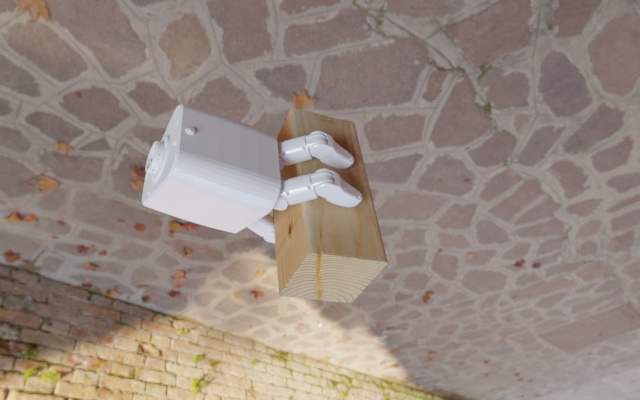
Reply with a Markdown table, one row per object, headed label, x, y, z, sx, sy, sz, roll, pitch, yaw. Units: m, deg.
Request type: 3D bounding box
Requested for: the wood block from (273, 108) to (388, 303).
| label | x | y | z | sx | sy | sz | roll | pitch | yaw |
| --- | --- | --- | --- | --- | --- | --- | --- | --- | --- |
| wood block | 0.000 | 0.002 | 0.553 | 0.090 | 0.206 | 0.091 | 10 | -41 | -22 |
